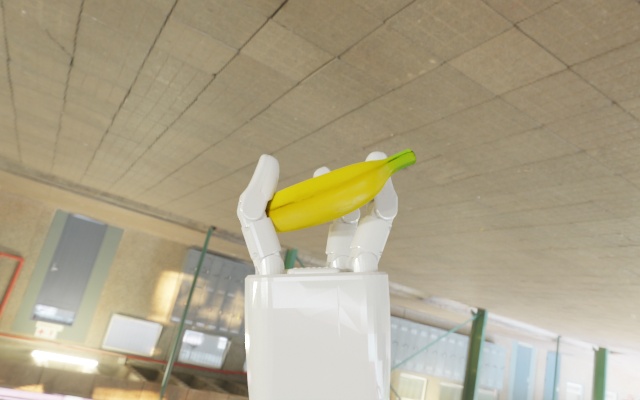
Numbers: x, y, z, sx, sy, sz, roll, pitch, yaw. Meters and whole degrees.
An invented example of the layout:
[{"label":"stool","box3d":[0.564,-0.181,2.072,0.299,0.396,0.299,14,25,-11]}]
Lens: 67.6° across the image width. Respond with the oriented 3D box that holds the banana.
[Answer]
[{"label":"banana","box3d":[-0.011,0.004,0.406,0.069,0.037,0.198,-14,-3,-42]}]
